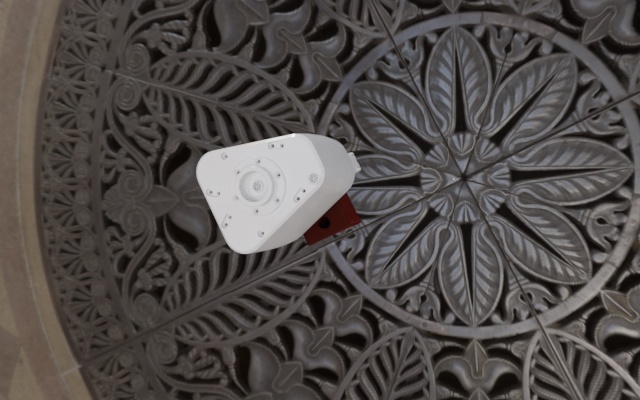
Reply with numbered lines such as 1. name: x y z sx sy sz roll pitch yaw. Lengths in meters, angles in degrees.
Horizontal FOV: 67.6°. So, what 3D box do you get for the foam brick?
1. foam brick: 0.000 0.002 0.510 0.053 0.078 0.051 -27 -4 15
